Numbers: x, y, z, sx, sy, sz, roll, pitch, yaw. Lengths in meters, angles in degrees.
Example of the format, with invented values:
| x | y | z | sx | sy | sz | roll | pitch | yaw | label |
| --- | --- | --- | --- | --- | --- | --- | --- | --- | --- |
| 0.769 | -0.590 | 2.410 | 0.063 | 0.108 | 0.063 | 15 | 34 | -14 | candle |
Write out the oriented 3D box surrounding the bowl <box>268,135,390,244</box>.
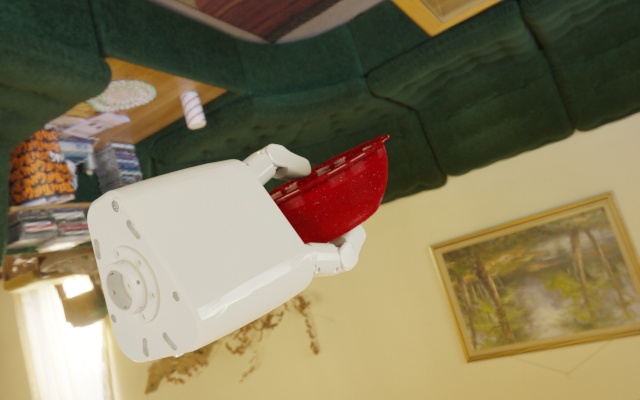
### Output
| x | y | z | sx | sy | sz | roll | pitch | yaw | label |
| --- | --- | --- | --- | --- | --- | --- | --- | --- | --- |
| 0.001 | 0.001 | 0.431 | 0.162 | 0.055 | 0.162 | -28 | 7 | 4 | bowl |
